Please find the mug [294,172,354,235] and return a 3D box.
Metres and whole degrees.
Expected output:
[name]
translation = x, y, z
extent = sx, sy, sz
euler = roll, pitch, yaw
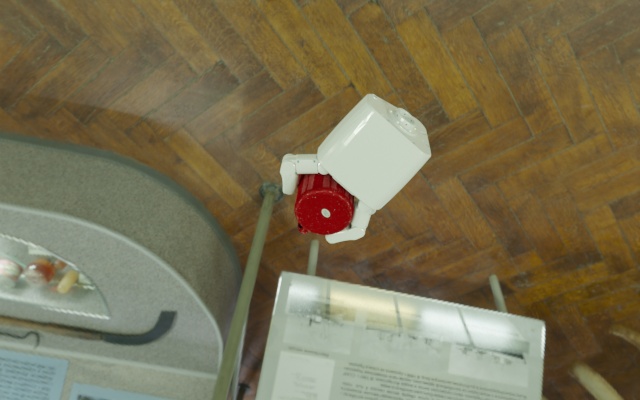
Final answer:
[mug]
translation = -0.001, 0.003, 0.685
extent = 0.093, 0.117, 0.081
euler = 31, 33, -17
